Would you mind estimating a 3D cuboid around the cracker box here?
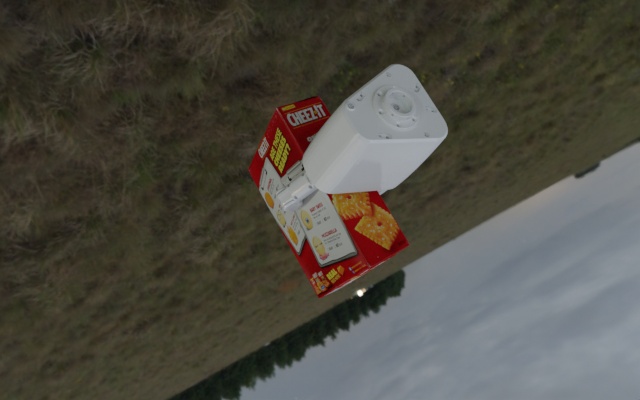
[{"bbox_3d":[0.000,0.002,0.614,0.072,0.213,0.164,-23,-13,-29],"label":"cracker box"}]
